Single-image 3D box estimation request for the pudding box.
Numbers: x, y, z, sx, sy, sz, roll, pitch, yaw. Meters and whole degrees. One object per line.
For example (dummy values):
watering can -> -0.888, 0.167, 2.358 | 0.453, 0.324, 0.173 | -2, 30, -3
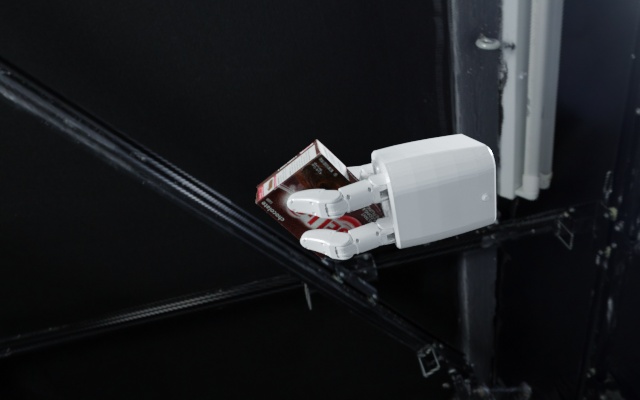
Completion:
pudding box -> 0.000, 0.002, 0.520 | 0.090, 0.113, 0.039 | -37, 29, 18
